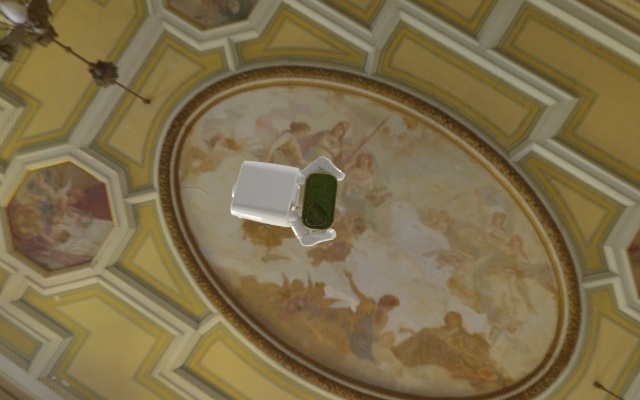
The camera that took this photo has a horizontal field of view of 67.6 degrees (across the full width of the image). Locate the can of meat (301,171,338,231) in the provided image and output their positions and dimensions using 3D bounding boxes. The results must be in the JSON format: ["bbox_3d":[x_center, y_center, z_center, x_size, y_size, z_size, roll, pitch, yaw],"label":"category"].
[{"bbox_3d":[0.000,0.003,0.870,0.057,0.102,0.084,6,-3,3],"label":"can of meat"}]
